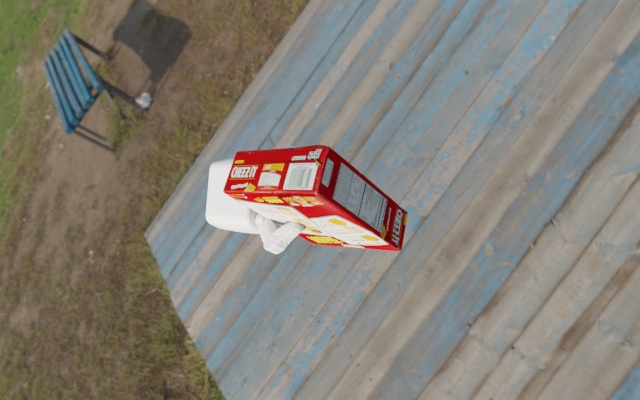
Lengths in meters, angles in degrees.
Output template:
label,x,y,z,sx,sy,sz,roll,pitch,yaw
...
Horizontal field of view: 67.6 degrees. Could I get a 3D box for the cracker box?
label,x,y,z,sx,sy,sz,roll,pitch,yaw
cracker box,0.000,0.002,0.667,0.164,0.072,0.214,1,-22,39
